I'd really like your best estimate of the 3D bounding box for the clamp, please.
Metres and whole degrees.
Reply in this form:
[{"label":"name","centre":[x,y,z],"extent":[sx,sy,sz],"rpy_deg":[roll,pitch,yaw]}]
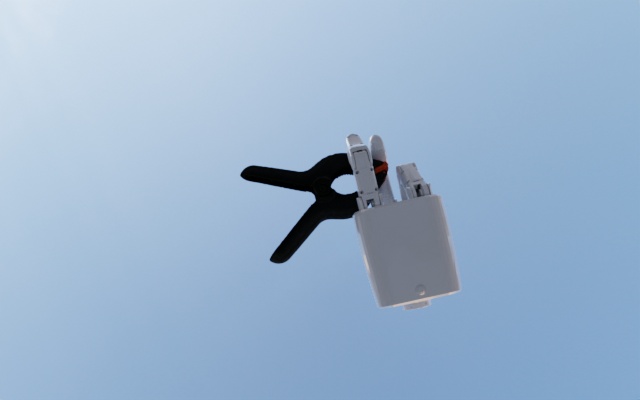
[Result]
[{"label":"clamp","centre":[0.000,0.002,0.553],"extent":[0.171,0.120,0.039],"rpy_deg":[-12,-9,-1]}]
